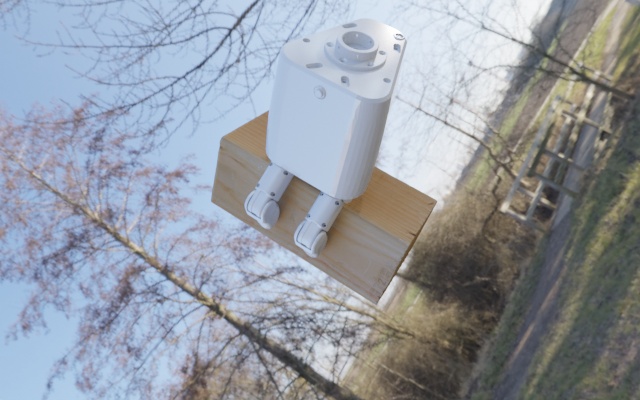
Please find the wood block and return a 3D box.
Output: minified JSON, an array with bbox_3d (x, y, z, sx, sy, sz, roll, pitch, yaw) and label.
[{"bbox_3d":[0.000,0.001,0.496,0.206,0.090,0.090,31,41,14],"label":"wood block"}]
